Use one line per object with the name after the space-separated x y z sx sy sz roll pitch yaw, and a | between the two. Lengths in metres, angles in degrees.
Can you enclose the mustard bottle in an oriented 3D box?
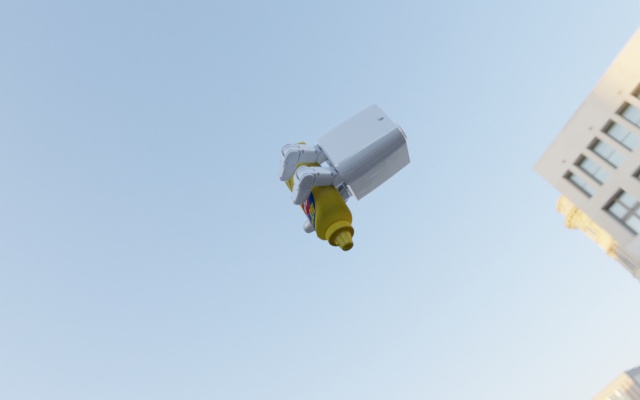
0.000 0.002 0.716 0.058 0.096 0.191 -18 48 -16 | mustard bottle
